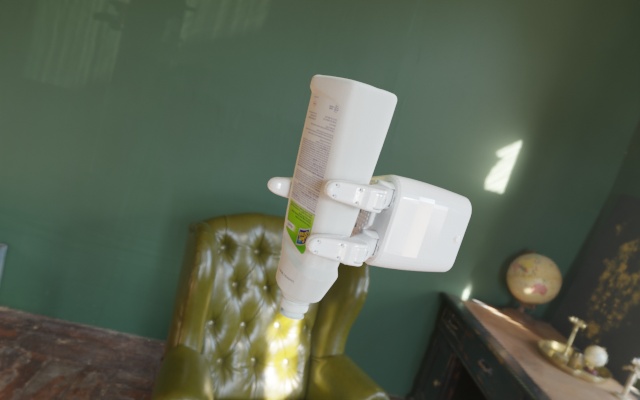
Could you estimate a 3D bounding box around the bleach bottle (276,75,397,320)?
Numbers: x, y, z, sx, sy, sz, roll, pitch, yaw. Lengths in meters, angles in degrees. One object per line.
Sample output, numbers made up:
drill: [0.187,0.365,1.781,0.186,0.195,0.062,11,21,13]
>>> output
bleach bottle: [0.000,0.002,0.502,0.068,0.251,0.102,11,12,-28]
